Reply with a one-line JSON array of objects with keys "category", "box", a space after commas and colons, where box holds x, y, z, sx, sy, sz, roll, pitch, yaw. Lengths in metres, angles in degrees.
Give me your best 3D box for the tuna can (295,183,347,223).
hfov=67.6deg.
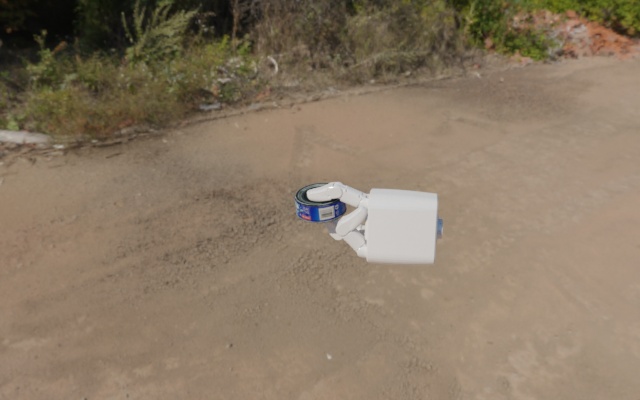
[{"category": "tuna can", "box": [0.000, 0.002, 0.801, 0.086, 0.034, 0.086, -5, 27, 3]}]
